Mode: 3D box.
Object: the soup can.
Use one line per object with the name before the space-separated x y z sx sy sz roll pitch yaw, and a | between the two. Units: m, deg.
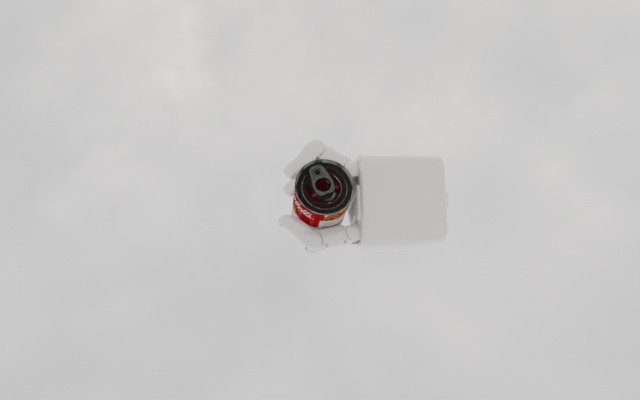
soup can | 0.000 0.002 0.581 0.068 0.068 0.102 0 -21 -6
